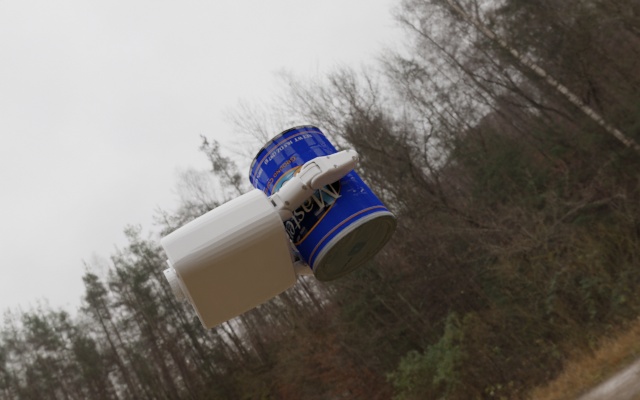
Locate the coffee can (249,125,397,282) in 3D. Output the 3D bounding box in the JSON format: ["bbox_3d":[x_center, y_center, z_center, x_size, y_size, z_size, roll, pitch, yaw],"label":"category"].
[{"bbox_3d":[0.000,0.002,0.520,0.103,0.140,0.103,-29,-28,-17],"label":"coffee can"}]
